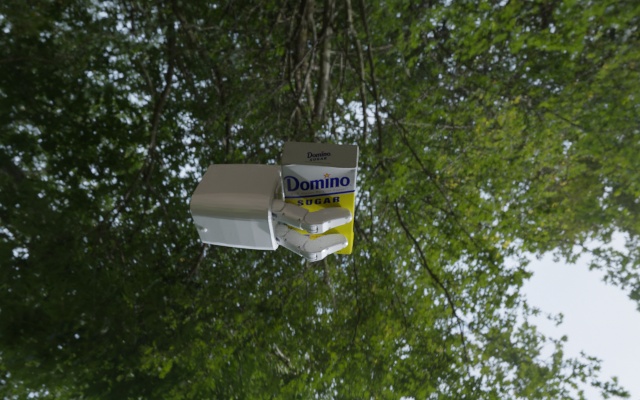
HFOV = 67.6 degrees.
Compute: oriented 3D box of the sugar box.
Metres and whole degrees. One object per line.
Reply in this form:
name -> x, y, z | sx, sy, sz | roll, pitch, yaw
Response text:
sugar box -> 0.000, 0.003, 0.633 | 0.093, 0.048, 0.176 | 3, -39, 4
